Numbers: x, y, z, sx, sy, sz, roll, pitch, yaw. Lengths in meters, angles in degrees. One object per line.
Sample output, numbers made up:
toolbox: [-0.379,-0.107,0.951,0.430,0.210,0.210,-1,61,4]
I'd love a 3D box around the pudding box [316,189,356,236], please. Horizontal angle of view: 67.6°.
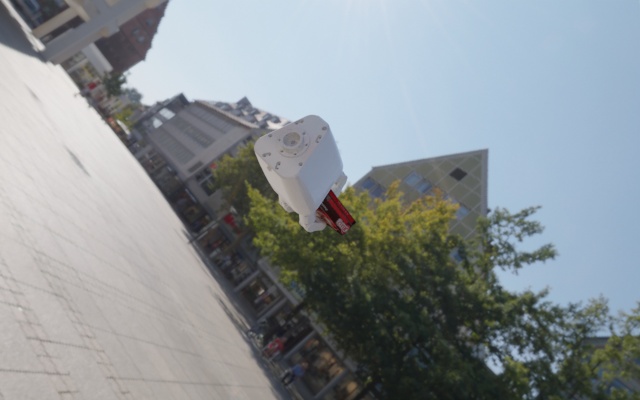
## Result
pudding box: [0.000,0.003,0.813,0.039,0.090,0.113,-42,33,-8]
